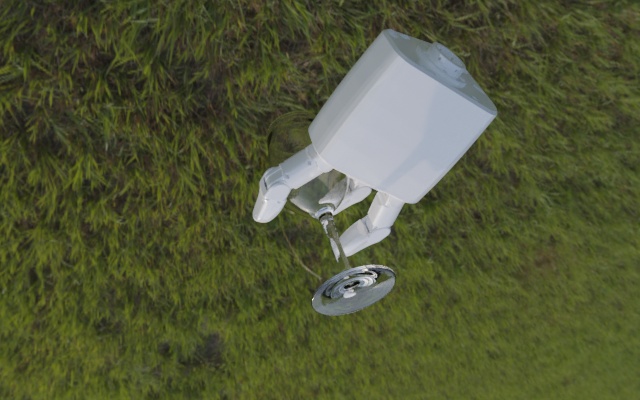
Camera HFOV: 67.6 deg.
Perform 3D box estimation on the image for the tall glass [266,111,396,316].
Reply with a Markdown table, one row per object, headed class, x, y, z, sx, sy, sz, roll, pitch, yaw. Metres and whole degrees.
| class | x | y | z | sx | sy | sz | roll | pitch | yaw |
| --- | --- | --- | --- | --- | --- | --- | --- | --- | --- |
| tall glass | 0.000 | 0.002 | 0.453 | 0.079 | 0.201 | 0.079 | -13 | -38 | -10 |
